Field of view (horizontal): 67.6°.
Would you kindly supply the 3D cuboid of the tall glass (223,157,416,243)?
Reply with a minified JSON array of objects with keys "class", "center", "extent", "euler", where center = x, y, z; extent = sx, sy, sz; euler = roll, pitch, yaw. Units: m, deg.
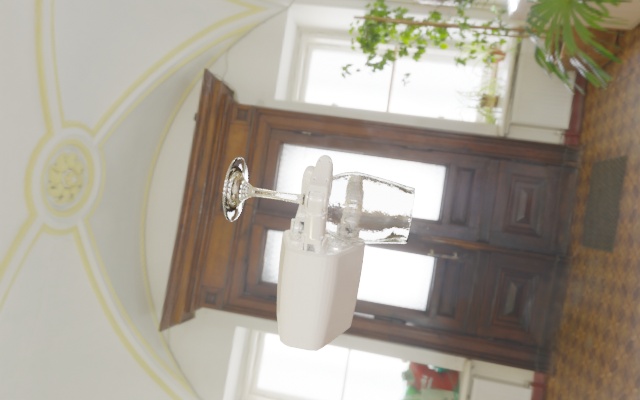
[{"class":"tall glass","center":[-0.001,0.001,0.529],"extent":[0.201,0.079,0.079],"euler":[8,1,9]}]
